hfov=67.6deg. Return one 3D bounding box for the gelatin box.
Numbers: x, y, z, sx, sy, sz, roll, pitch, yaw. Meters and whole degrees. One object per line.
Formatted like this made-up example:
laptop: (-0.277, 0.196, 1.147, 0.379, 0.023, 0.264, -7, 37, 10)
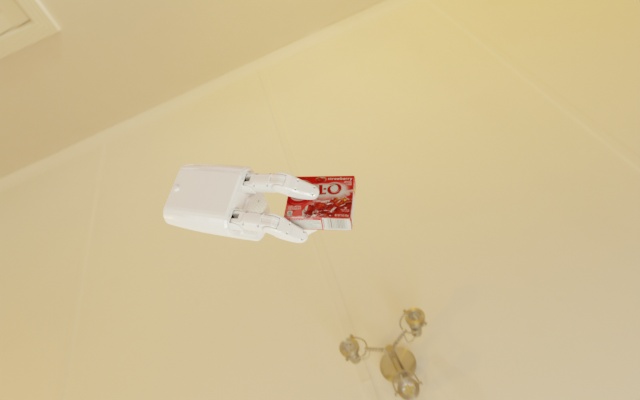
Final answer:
gelatin box: (0.000, 0.002, 0.634, 0.089, 0.073, 0.030, 1, -39, 10)
